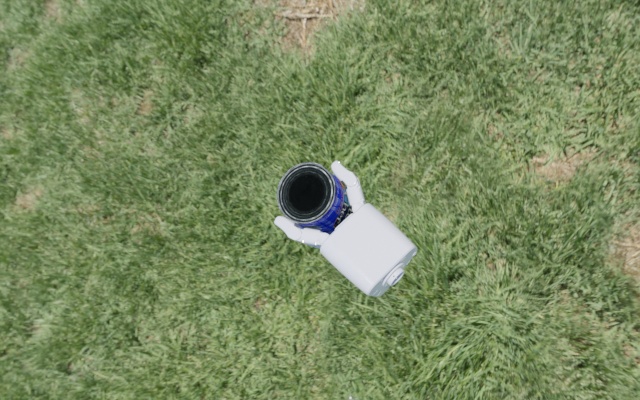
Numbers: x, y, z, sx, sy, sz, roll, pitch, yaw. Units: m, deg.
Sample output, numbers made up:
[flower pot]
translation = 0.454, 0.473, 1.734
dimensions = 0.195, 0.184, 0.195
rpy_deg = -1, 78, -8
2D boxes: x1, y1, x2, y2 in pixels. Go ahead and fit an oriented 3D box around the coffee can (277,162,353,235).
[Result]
[coffee can]
translation = 0.000, 0.003, 0.827
dimensions = 0.103, 0.102, 0.140
rpy_deg = 0, -13, 21
